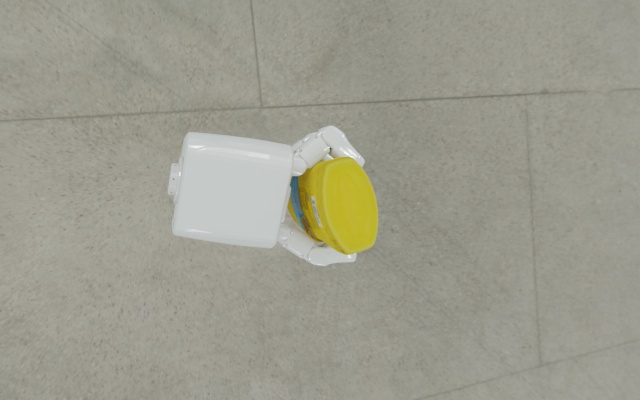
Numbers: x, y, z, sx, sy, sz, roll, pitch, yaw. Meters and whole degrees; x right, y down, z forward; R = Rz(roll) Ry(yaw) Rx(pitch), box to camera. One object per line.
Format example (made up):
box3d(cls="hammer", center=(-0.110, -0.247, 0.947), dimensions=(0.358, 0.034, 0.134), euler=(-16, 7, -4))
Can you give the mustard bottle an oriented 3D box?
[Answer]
box3d(cls="mustard bottle", center=(0.000, 0.002, 0.551), dimensions=(0.058, 0.096, 0.191), euler=(-18, 8, -17))
